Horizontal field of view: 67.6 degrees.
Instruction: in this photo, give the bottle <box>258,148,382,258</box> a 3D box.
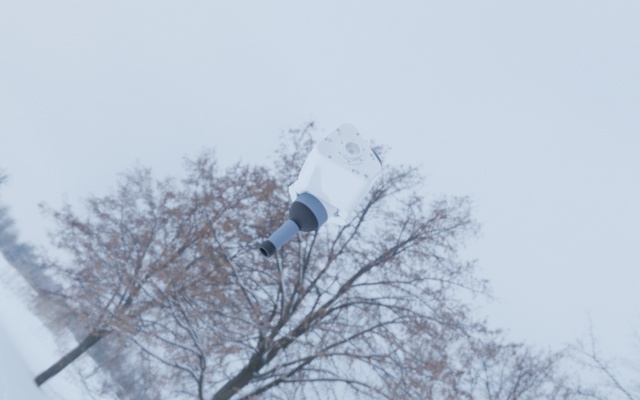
[{"bbox_3d":[0.000,0.003,0.876,0.295,0.069,0.069,-41,24,-30],"label":"bottle"}]
